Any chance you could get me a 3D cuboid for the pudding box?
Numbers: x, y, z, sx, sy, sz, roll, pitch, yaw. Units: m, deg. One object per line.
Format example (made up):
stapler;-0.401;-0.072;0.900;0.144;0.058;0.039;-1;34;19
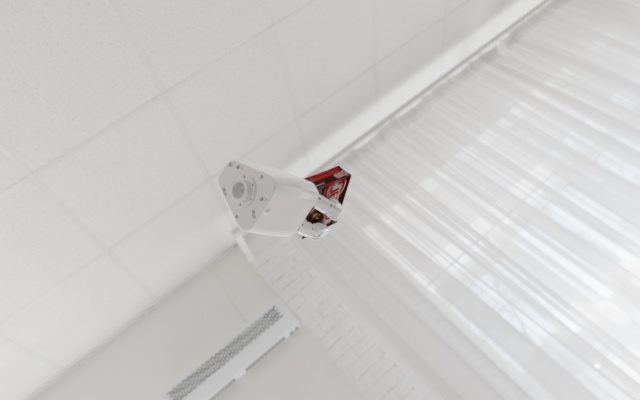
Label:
pudding box;0.000;0.003;0.827;0.090;0.114;0.039;-22;53;-39
